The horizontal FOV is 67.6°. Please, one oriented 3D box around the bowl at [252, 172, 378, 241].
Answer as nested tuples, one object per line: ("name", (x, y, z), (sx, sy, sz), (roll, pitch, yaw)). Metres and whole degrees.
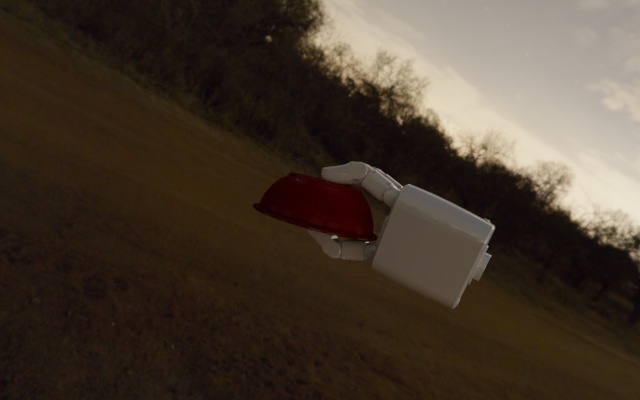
("bowl", (-0.001, 0.001, 0.596), (0.162, 0.055, 0.162), (14, 4, -1))
